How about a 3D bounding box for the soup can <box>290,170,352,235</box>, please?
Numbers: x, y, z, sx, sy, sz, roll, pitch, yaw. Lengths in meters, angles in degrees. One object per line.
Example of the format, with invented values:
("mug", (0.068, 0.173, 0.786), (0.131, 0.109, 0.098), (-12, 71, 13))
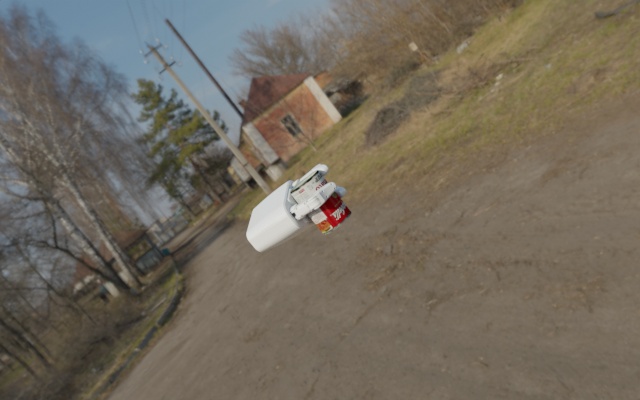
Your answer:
("soup can", (0.000, 0.002, 0.882), (0.068, 0.102, 0.068), (-37, 9, 7))
